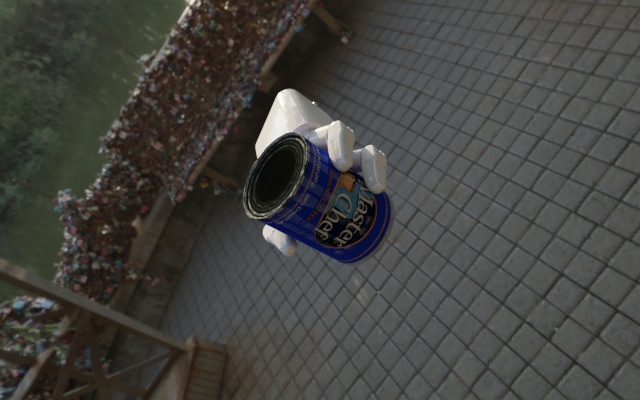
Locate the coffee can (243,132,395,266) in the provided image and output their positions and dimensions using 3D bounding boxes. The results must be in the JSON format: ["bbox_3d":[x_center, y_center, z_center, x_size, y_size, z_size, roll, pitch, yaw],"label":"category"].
[{"bbox_3d":[0.000,0.002,0.537,0.140,0.102,0.103,30,-19,-36],"label":"coffee can"}]
